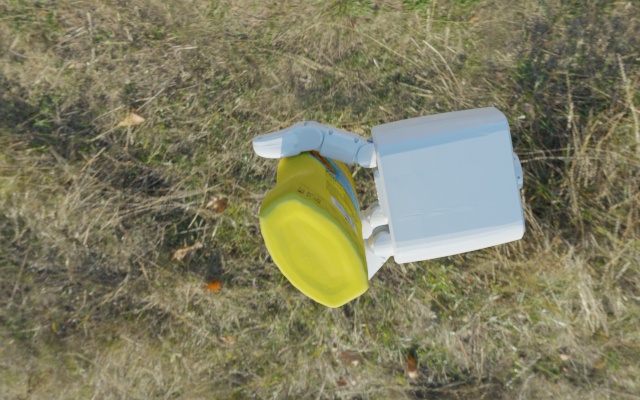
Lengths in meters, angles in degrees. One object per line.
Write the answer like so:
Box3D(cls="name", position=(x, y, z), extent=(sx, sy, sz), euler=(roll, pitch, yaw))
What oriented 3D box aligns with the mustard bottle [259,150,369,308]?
Box3D(cls="mustard bottle", position=(0.000, 0.002, 0.413), extent=(0.058, 0.096, 0.191), euler=(-34, 17, 15))
